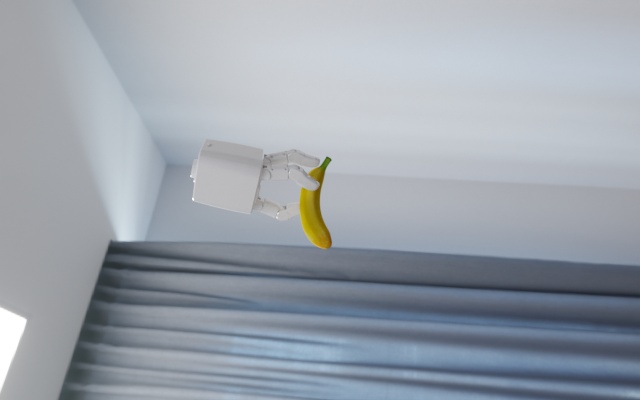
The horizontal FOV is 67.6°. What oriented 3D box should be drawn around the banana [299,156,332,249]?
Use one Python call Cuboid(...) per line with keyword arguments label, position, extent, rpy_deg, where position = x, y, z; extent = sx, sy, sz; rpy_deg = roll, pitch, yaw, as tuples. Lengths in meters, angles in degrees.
Cuboid(label="banana", position=(-0.010, 0.010, 0.822), extent=(0.037, 0.197, 0.070), rpy_deg=(20, -43, -24))
